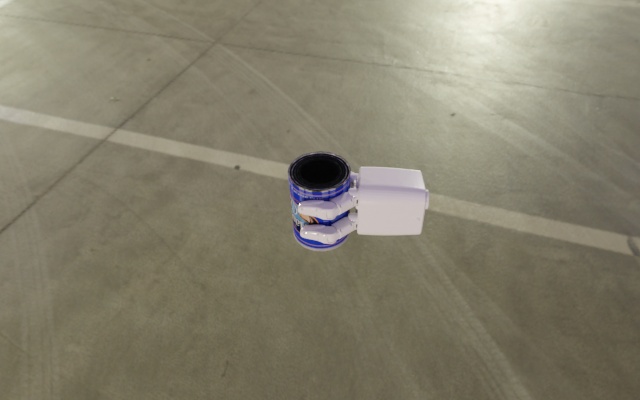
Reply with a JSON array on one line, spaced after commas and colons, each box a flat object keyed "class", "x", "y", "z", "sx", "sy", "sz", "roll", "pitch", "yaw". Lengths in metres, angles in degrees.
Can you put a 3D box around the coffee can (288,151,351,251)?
[{"class": "coffee can", "x": 0.000, "y": 0.003, "z": 0.816, "sx": 0.103, "sy": 0.140, "sz": 0.102, "roll": -1, "pitch": 42, "yaw": 1}]
